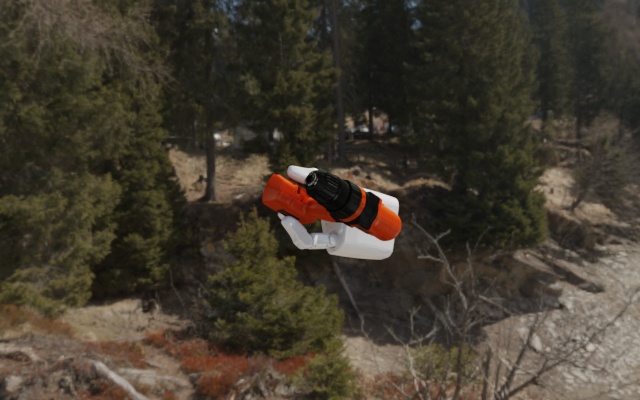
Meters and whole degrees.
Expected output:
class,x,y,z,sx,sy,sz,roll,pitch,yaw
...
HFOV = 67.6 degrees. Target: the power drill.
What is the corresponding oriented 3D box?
class,x,y,z,sx,sy,sz,roll,pitch,yaw
power drill,0.000,0.002,0.694,0.187,0.057,0.184,10,-17,47
